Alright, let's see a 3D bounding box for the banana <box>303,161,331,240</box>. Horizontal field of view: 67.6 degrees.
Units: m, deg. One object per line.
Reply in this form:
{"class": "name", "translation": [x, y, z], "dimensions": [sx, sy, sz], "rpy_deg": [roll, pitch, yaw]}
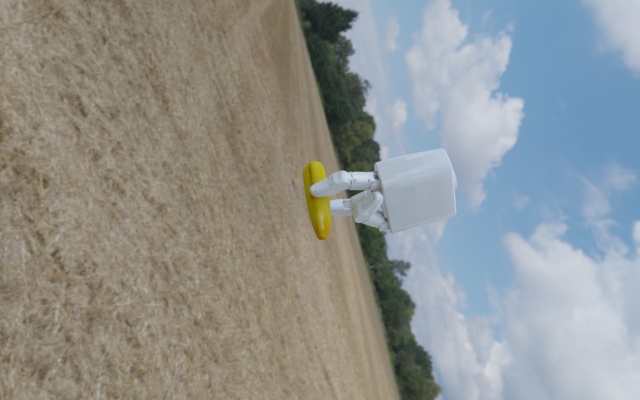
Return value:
{"class": "banana", "translation": [-0.005, -0.015, 0.759], "dimensions": [0.037, 0.070, 0.197], "rpy_deg": [-14, 27, 3]}
